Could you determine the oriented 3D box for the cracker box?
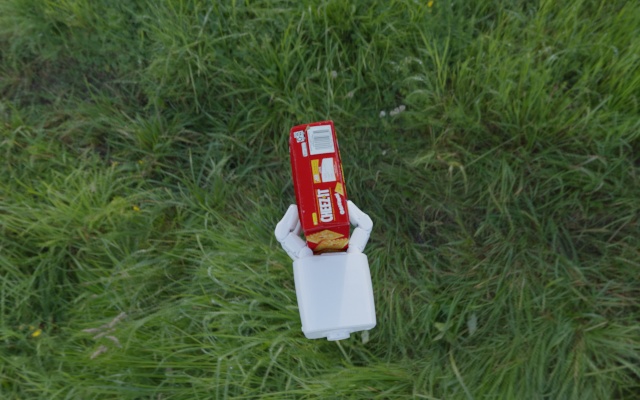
[{"bbox_3d":[0.000,0.002,0.750,0.072,0.164,0.214,-8,-22,-1],"label":"cracker box"}]
